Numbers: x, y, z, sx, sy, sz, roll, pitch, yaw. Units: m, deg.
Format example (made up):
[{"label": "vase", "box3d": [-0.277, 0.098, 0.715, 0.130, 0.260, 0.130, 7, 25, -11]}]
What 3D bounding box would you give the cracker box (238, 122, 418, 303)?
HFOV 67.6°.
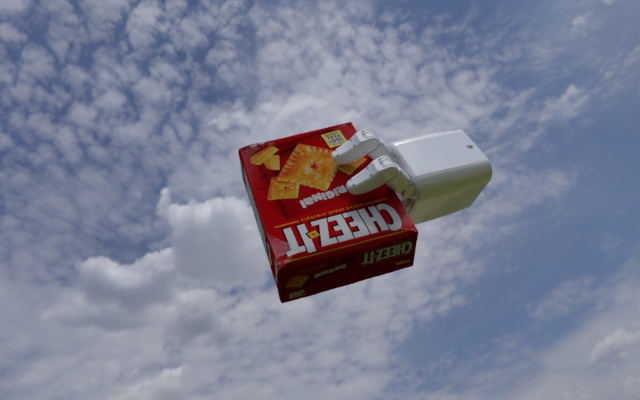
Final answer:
[{"label": "cracker box", "box3d": [0.000, 0.002, 0.593, 0.164, 0.072, 0.213, -14, 47, -11]}]
